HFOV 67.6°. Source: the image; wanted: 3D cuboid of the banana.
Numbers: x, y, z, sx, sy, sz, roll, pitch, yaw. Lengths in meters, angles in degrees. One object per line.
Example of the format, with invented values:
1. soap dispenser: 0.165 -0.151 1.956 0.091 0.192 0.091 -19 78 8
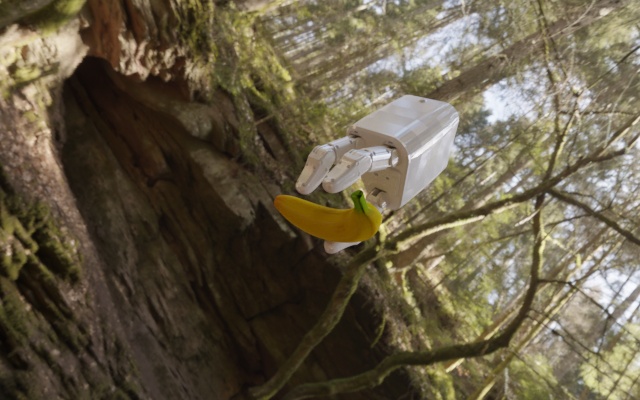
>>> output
1. banana: 0.011 0.017 0.535 0.037 0.070 0.198 -39 16 -25
